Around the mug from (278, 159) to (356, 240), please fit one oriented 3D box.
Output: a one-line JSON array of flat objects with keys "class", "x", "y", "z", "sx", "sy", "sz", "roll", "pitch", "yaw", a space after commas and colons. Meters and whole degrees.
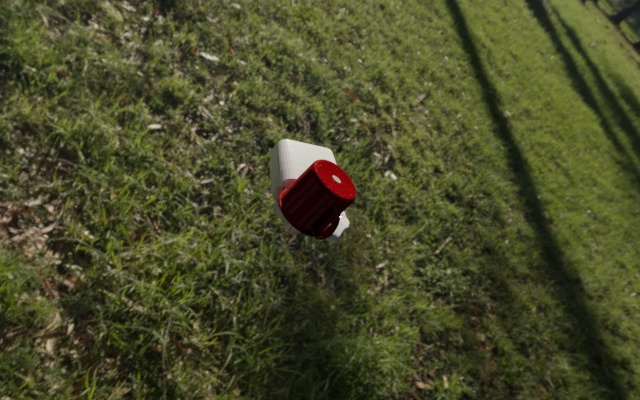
[{"class": "mug", "x": 0.000, "y": 0.003, "z": 0.694, "sx": 0.093, "sy": 0.117, "sz": 0.081, "roll": 23, "pitch": -52, "yaw": -34}]
